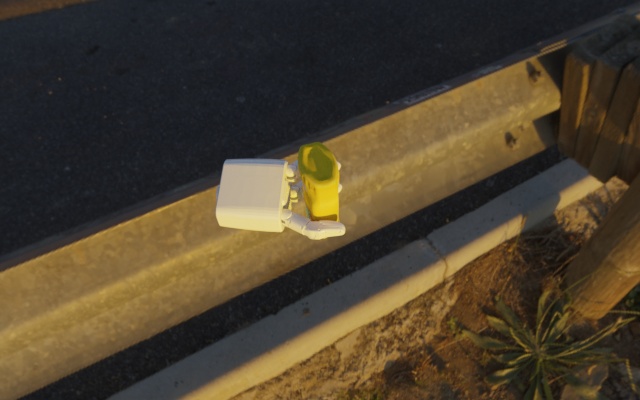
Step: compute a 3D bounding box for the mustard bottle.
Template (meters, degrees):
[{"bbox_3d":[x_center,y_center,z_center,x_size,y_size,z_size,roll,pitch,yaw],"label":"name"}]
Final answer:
[{"bbox_3d":[0.000,0.002,0.783,0.058,0.096,0.192,-16,-37,-9],"label":"mustard bottle"}]
